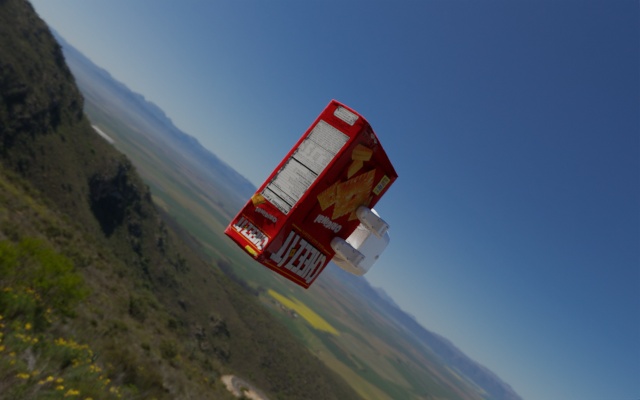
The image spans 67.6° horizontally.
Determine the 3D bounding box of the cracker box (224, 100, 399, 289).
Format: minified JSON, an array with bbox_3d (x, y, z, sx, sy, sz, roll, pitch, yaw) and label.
[{"bbox_3d":[0.000,0.002,0.631,0.072,0.213,0.164,36,-5,30],"label":"cracker box"}]
